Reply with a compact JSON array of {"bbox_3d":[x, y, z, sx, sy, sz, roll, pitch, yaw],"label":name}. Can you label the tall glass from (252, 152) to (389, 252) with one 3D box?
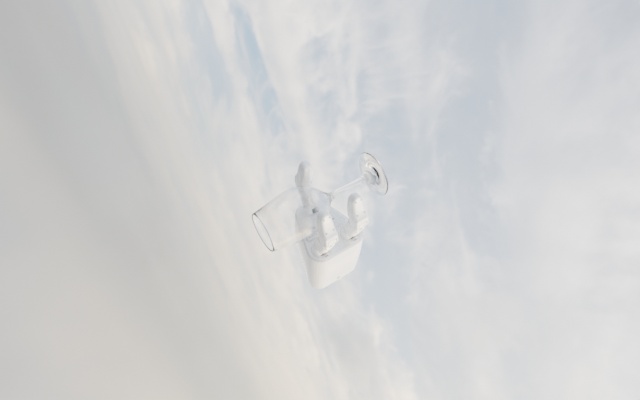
[{"bbox_3d":[0.001,0.002,0.713,0.201,0.079,0.079,-28,10,-20],"label":"tall glass"}]
